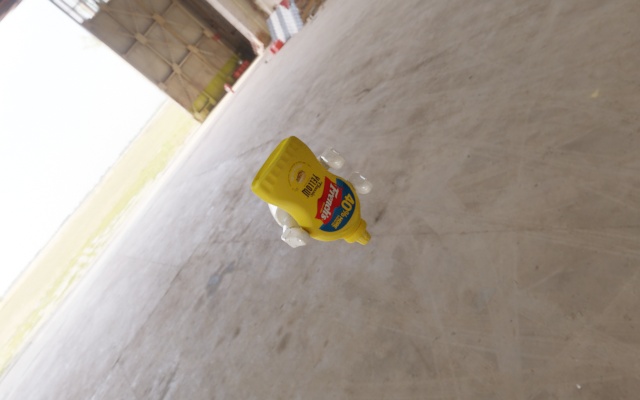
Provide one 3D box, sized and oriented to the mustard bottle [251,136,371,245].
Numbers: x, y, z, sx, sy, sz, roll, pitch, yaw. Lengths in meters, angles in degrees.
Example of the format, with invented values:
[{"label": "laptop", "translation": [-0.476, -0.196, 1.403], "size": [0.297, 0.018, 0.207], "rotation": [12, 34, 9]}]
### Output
[{"label": "mustard bottle", "translation": [0.000, 0.002, 0.686], "size": [0.192, 0.096, 0.058], "rotation": [40, -23, -20]}]
